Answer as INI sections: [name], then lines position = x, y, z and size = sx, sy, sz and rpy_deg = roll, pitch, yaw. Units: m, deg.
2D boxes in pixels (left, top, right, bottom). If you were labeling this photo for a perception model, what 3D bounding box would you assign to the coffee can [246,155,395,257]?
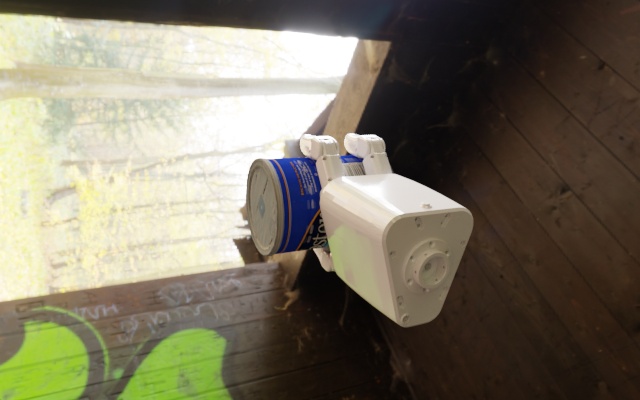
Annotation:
[coffee can]
position = 0.000, 0.002, 0.525
size = 0.140, 0.103, 0.103
rpy_deg = -5, 2, -25
